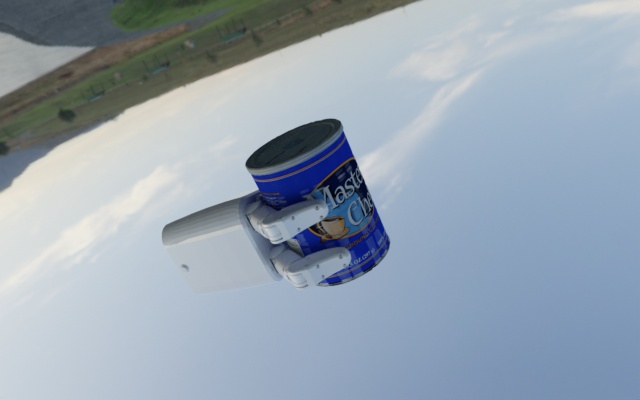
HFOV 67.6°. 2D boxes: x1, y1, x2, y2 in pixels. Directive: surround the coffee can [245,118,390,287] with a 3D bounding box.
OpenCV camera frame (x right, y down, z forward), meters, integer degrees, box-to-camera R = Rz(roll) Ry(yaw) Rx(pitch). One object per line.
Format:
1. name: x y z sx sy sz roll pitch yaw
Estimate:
1. coffee can: 0.000 0.001 0.491 0.103 0.140 0.102 -21 23 9
